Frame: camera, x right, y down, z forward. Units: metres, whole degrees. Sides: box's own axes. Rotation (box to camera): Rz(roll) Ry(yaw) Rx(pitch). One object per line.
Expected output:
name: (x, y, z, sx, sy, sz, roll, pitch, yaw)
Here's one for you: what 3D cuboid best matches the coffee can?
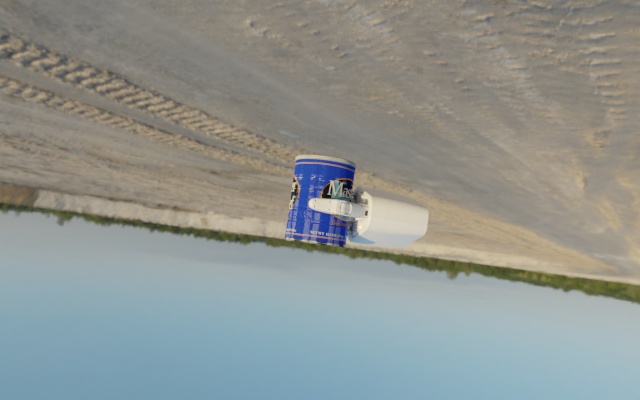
coffee can: (0.000, 0.002, 0.796, 0.103, 0.140, 0.103, 8, -5, 1)
